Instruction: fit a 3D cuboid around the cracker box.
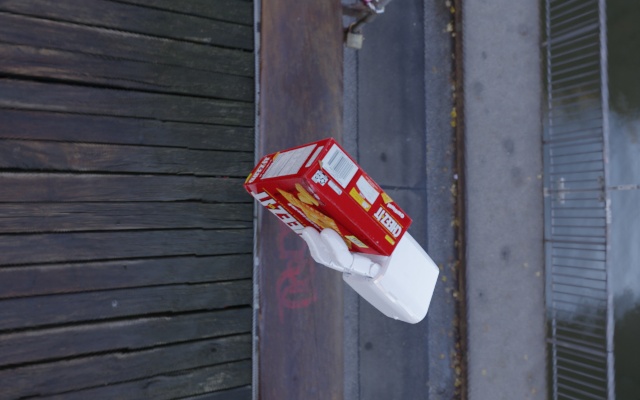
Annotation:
[{"bbox_3d":[0.000,0.002,0.685,0.164,0.072,0.213,43,-21,-21],"label":"cracker box"}]
